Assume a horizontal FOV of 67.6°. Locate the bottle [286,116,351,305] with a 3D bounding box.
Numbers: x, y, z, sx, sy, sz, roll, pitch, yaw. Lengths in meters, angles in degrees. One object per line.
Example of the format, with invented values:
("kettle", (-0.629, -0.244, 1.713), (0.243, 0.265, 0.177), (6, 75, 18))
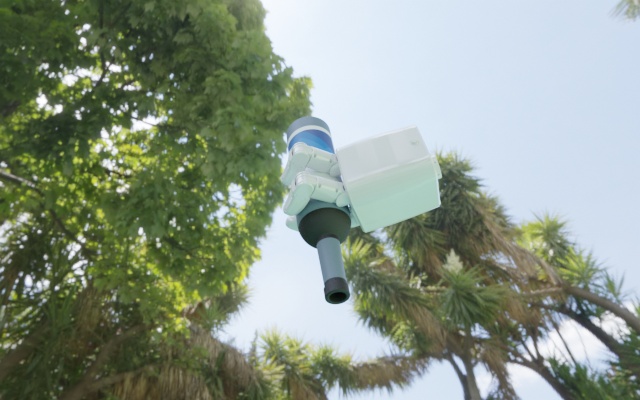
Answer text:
("bottle", (0.000, 0.002, 0.609), (0.069, 0.069, 0.295), (0, 43, -10))
